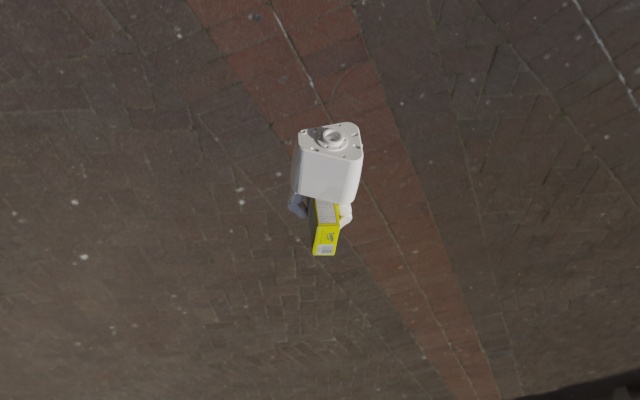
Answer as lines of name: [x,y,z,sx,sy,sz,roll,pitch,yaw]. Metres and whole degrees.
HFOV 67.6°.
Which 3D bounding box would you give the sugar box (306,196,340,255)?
sugar box: [0.001,0.003,0.869,0.048,0.176,0.093,1,-38,-8]
